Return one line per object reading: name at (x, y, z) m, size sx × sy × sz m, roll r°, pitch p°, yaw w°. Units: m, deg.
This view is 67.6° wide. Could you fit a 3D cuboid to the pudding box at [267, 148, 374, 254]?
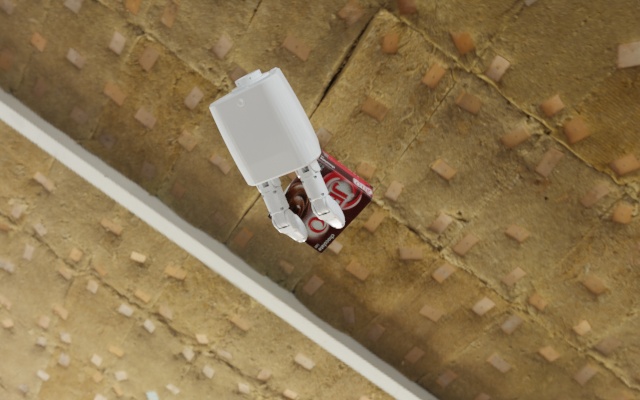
pudding box at (0.000, 0.002, 0.617) m, size 0.090 × 0.113 × 0.039 m, roll 36°, pitch 30°, yaw -10°
